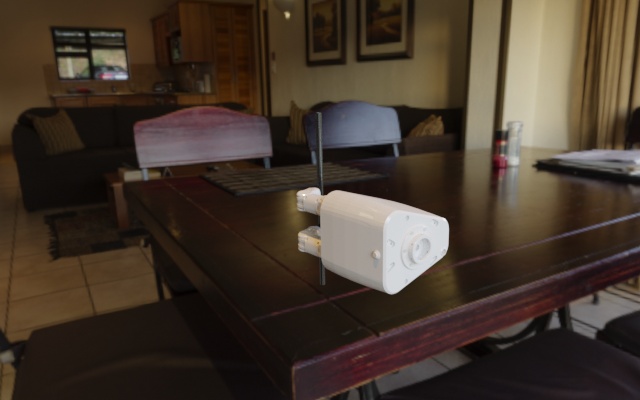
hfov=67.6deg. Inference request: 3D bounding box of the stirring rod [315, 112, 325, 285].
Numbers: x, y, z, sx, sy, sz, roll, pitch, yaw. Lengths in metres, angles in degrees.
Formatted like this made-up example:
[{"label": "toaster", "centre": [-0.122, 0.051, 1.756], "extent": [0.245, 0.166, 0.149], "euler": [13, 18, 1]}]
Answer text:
[{"label": "stirring rod", "centre": [0.000, 0.002, 0.652], "extent": [0.011, 0.239, 0.011], "euler": [-1, 14, 0]}]
